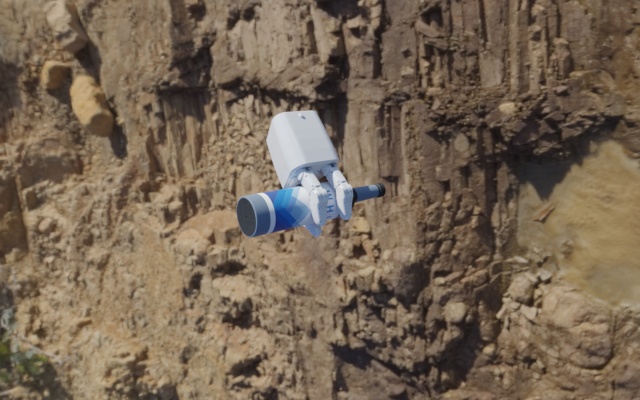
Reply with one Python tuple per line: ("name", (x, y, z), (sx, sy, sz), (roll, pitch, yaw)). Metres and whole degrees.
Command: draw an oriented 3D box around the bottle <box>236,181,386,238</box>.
("bottle", (0.000, 0.003, 0.835), (0.295, 0.069, 0.069), (-11, 7, -36))
